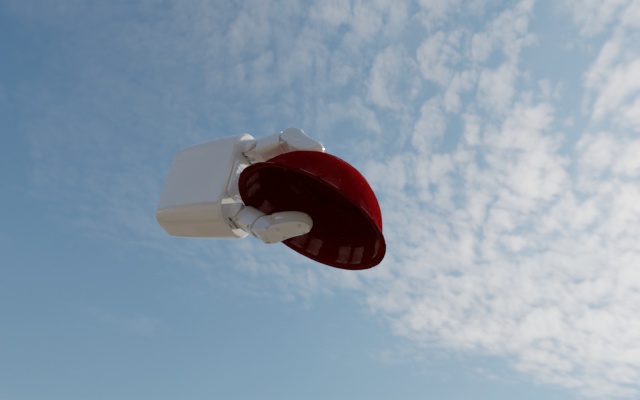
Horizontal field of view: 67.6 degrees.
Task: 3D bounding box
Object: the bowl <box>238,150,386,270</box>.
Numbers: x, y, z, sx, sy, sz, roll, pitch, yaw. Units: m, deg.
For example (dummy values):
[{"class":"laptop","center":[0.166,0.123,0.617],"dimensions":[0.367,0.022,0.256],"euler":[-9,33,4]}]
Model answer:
[{"class":"bowl","center":[0.001,0.002,0.479],"dimensions":[0.162,0.055,0.162],"euler":[23,-30,15]}]
